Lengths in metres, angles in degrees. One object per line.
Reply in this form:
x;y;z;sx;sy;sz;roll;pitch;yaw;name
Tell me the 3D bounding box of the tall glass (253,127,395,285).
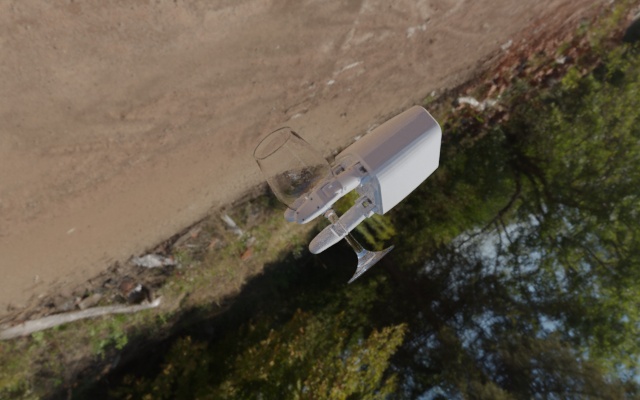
0.000;0.003;0.592;0.079;0.201;0.079;-38;-11;-8;tall glass
